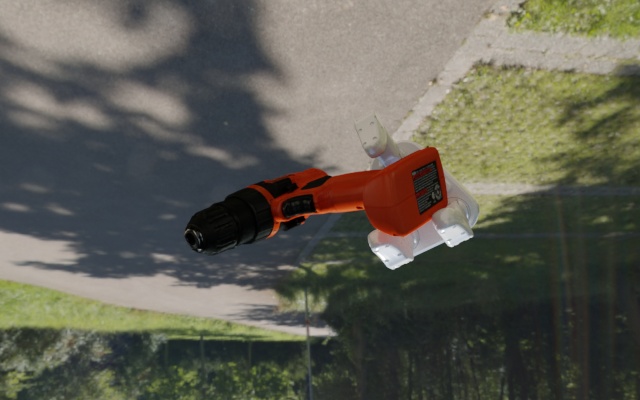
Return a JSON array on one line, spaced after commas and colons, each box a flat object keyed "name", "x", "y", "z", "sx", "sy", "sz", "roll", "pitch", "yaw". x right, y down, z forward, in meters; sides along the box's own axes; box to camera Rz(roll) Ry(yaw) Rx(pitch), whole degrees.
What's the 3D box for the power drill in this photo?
[{"name": "power drill", "x": 0.001, "y": 0.001, "z": 0.418, "sx": 0.187, "sy": 0.057, "sz": 0.184, "roll": -4, "pitch": 15, "yaw": 38}]
